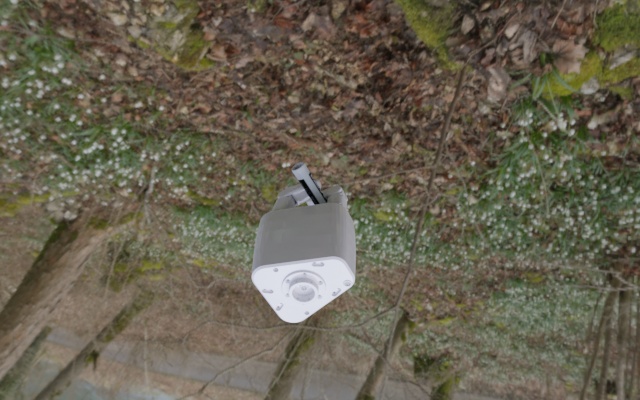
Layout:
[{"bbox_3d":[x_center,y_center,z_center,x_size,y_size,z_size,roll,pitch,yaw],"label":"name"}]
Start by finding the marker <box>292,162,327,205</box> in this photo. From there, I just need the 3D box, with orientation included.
[{"bbox_3d":[0.000,0.002,0.629,0.020,0.121,0.020,-25,28,14],"label":"marker"}]
